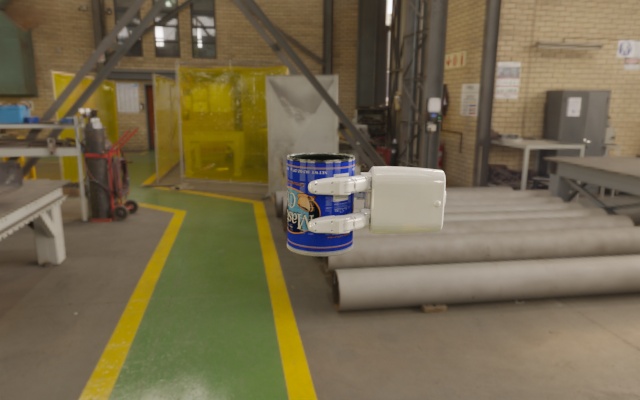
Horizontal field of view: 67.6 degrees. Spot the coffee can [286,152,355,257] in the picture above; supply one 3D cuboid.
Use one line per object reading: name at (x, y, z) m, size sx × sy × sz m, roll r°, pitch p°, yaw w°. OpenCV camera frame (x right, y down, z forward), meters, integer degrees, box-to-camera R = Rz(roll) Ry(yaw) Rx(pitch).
coffee can at (0.000, 0.003, 0.722) m, size 0.103 × 0.140 × 0.102 m, roll 1°, pitch 12°, yaw 0°
